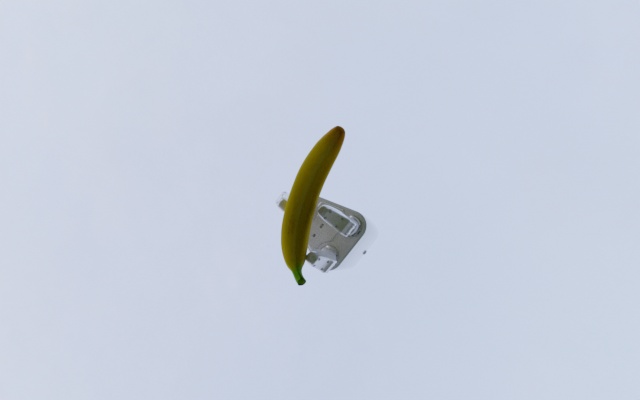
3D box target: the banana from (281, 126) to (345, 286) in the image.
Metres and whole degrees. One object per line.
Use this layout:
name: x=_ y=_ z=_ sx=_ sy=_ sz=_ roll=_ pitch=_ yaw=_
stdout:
banana: x=-0.014 y=0.003 z=0.598 sx=0.037 sy=0.198 sz=0.069 roll=15 pitch=-2 yaw=-45
